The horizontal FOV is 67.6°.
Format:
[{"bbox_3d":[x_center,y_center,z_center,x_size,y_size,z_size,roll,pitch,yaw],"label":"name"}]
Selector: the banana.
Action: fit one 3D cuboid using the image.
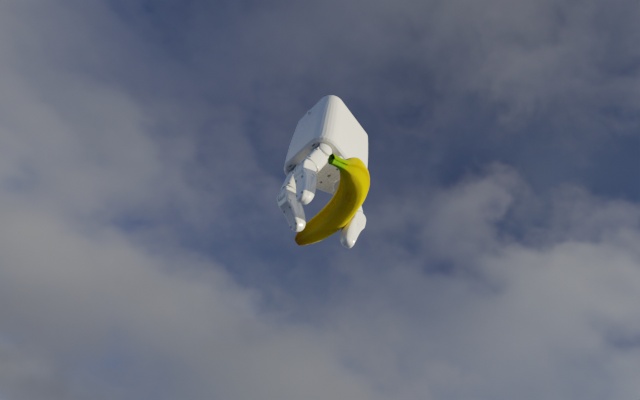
[{"bbox_3d":[0.019,0.002,0.616,0.069,0.037,0.198,7,-37,-12],"label":"banana"}]
